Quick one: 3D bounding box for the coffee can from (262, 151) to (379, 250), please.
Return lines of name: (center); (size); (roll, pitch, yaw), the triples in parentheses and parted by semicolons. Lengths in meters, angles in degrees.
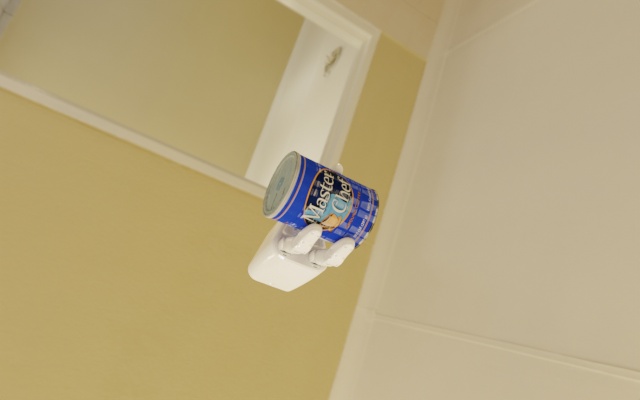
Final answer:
coffee can: (0.000, 0.002, 0.704); (0.140, 0.103, 0.103); (24, -9, -21)
